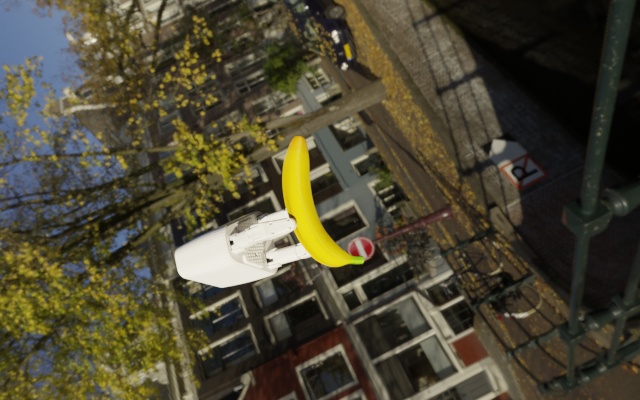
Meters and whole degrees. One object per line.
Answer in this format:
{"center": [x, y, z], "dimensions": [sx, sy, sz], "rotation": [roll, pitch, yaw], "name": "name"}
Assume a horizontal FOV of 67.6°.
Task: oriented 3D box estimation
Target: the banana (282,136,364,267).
{"center": [-0.012, 0.014, 0.641], "dimensions": [0.069, 0.198, 0.037], "rotation": [-31, 11, -30], "name": "banana"}
